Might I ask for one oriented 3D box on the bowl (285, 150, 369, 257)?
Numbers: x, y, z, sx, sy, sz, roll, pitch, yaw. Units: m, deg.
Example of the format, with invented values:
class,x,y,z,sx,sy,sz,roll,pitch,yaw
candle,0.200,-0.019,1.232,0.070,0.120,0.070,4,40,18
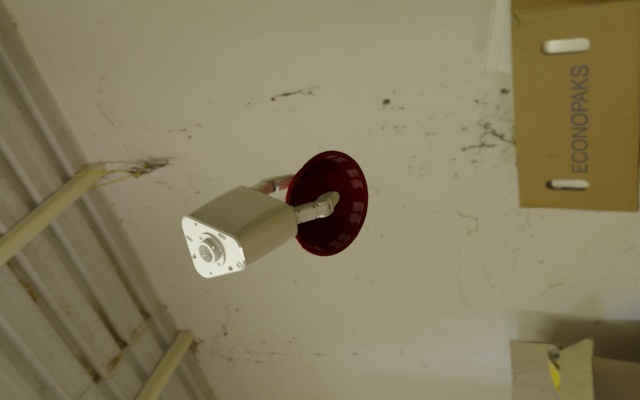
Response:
class,x,y,z,sx,sy,sz,roll,pitch,yaw
bowl,0.001,0.002,0.740,0.162,0.162,0.055,0,7,-40
